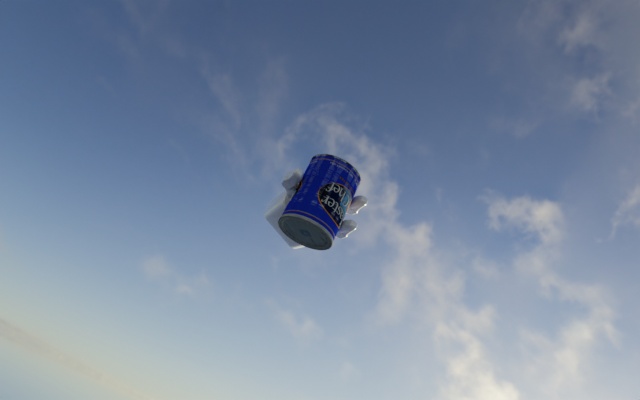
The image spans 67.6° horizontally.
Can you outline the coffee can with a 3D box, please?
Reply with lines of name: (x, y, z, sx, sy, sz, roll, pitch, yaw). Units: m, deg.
coffee can: (0.000, 0.003, 0.852, 0.103, 0.140, 0.103, 20, -29, 12)
